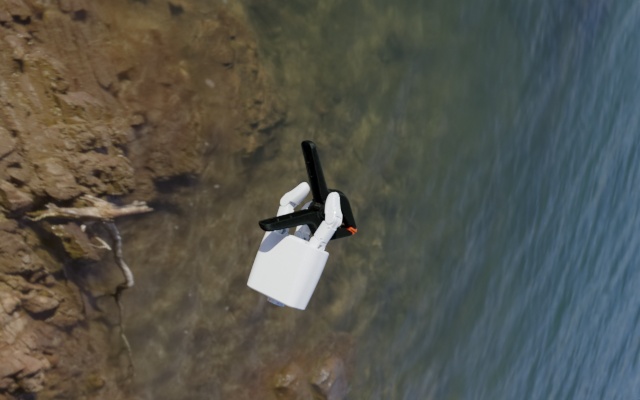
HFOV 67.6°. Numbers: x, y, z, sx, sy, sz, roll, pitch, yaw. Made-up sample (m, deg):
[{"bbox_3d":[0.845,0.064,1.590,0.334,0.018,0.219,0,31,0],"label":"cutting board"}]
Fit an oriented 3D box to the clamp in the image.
[{"bbox_3d":[0.001,0.003,0.831,0.036,0.164,0.210,20,-5,45],"label":"clamp"}]
